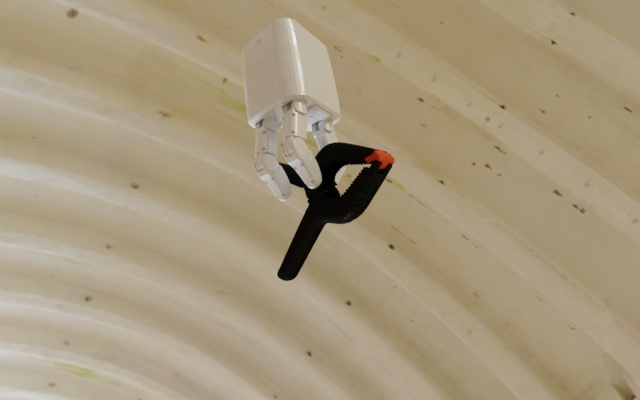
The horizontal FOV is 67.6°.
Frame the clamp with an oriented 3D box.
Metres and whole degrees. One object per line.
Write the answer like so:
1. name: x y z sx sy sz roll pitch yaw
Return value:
1. clamp: 0.001 0.002 0.566 0.036 0.164 0.210 3 -17 -45
